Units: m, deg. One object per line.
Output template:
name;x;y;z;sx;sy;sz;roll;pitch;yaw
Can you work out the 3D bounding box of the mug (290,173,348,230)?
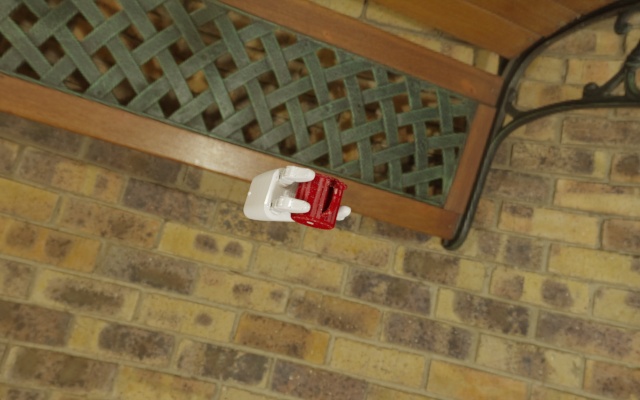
mug;0.001;0.003;0.837;0.093;0.081;0.117;20;-13;-28
